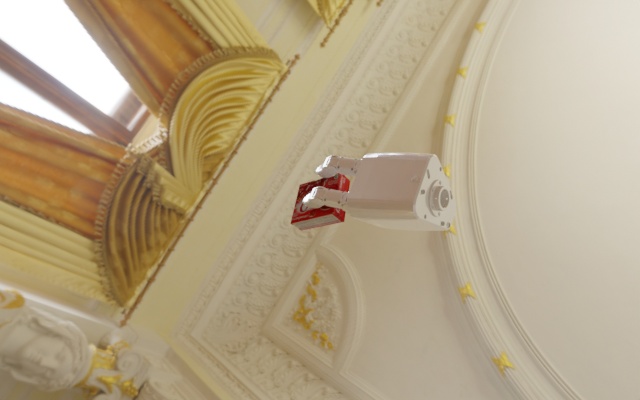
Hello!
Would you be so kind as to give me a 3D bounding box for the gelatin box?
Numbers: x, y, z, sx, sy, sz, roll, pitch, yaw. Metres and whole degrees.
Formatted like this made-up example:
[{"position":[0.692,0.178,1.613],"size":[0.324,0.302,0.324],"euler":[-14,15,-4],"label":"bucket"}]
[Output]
[{"position":[0.000,0.003,0.739],"size":[0.089,0.073,0.030],"euler":[-14,-38,38],"label":"gelatin box"}]
